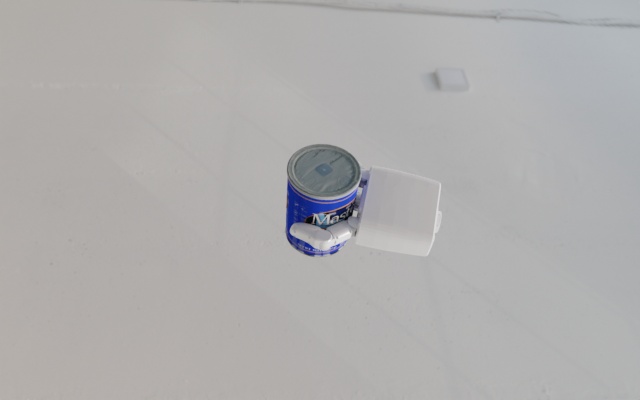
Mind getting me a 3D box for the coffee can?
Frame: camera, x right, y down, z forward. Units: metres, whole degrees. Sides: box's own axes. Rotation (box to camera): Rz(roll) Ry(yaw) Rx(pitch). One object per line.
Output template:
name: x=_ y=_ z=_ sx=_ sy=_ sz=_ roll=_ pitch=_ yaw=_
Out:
coffee can: x=0.000 y=0.002 z=0.705 sx=0.103 sy=0.102 sz=0.140 roll=0 pitch=-41 yaw=-6
